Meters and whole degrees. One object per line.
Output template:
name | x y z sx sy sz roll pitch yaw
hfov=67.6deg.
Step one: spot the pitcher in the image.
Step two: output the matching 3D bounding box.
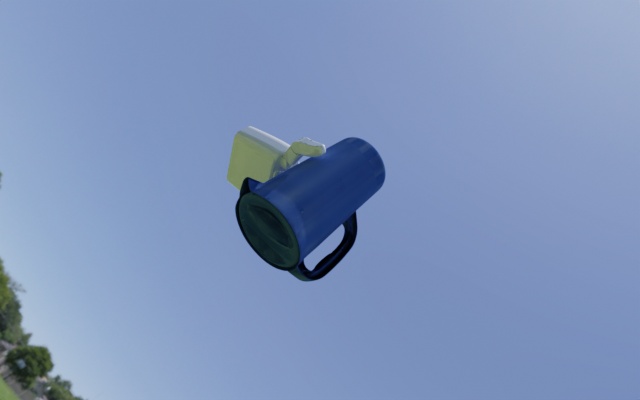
pitcher | 0.000 0.002 0.761 0.145 0.149 0.242 30 47 29
